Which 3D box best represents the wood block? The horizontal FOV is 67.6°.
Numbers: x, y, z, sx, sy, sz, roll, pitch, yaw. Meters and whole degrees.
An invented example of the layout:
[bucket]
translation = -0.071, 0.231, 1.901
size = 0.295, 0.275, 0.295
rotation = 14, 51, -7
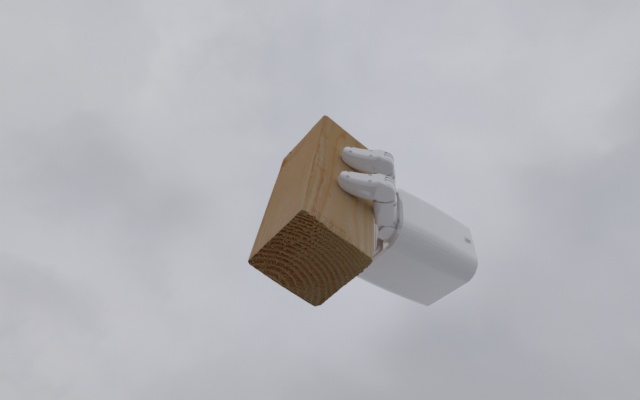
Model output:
[wood block]
translation = 0.000, 0.002, 0.537
size = 0.090, 0.091, 0.206
rotation = 36, 30, -16
